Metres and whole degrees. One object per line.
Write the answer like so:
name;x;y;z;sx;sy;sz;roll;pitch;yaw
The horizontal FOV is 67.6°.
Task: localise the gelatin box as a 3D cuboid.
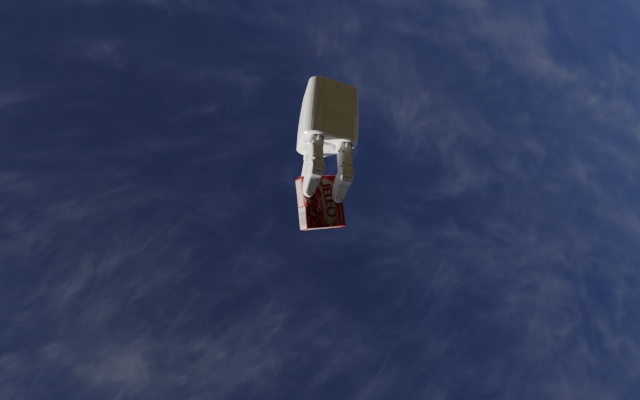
gelatin box;0.000;0.003;0.801;0.073;0.089;0.030;-3;-6;-27
